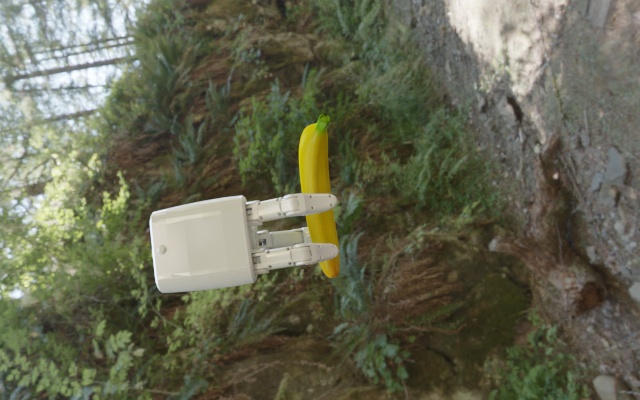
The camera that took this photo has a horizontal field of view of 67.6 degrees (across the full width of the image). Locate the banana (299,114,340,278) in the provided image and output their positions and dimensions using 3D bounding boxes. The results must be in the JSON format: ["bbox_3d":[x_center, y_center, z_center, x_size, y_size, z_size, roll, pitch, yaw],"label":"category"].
[{"bbox_3d":[-0.003,-0.006,0.579,0.037,0.198,0.069,-7,16,-6],"label":"banana"}]
